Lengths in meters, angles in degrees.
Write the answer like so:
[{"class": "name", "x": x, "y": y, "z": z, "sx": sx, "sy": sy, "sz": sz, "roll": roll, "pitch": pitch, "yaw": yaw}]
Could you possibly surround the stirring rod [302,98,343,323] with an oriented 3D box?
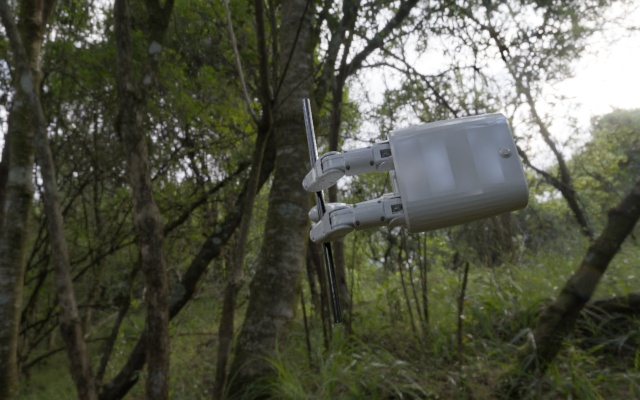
[{"class": "stirring rod", "x": 0.000, "y": 0.002, "z": 0.484, "sx": 0.011, "sy": 0.239, "sz": 0.011, "roll": -8, "pitch": -20, "yaw": -3}]
